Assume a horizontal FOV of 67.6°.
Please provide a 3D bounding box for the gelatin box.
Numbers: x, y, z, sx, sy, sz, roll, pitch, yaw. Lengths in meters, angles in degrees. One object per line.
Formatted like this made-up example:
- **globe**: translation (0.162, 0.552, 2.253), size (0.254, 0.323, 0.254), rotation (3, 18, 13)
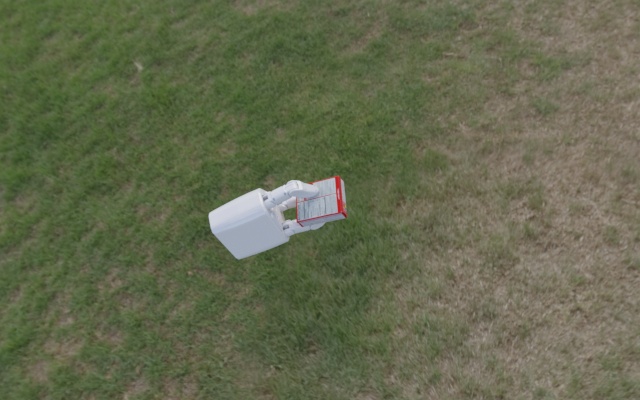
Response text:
- **gelatin box**: translation (0.000, 0.003, 0.853), size (0.089, 0.073, 0.030), rotation (-14, -28, 19)
